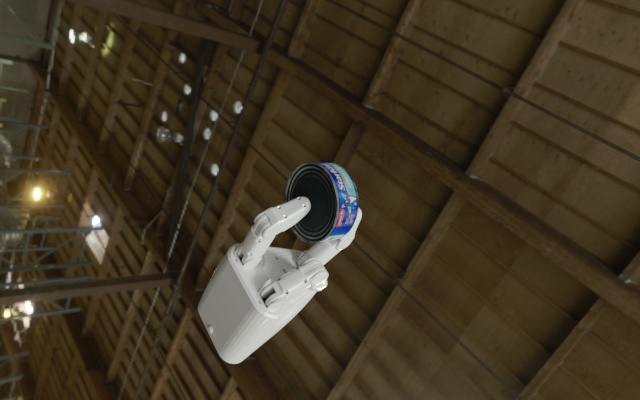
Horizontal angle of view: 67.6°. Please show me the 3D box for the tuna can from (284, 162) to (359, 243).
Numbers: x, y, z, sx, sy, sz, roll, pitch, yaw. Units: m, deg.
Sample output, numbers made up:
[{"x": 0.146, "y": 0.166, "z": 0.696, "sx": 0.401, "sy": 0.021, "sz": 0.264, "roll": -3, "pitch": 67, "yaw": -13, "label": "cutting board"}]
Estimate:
[{"x": 0.001, "y": 0.002, "z": 0.511, "sx": 0.034, "sy": 0.086, "sz": 0.086, "roll": -4, "pitch": 3, "yaw": -42, "label": "tuna can"}]
